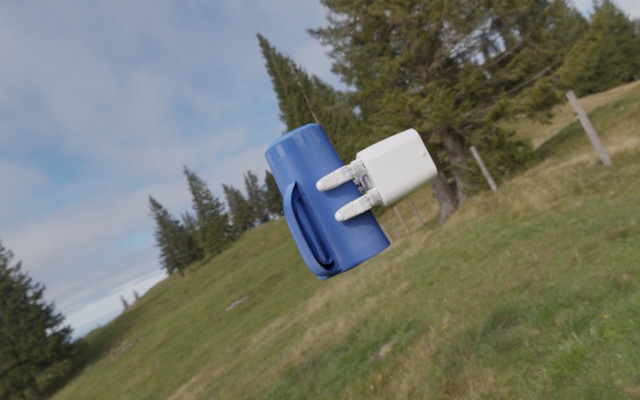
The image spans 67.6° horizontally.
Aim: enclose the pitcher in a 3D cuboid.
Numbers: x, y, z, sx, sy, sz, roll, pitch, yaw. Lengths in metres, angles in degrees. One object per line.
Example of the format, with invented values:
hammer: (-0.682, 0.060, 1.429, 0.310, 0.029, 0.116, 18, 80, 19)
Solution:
pitcher: (0.000, 0.003, 0.789, 0.145, 0.243, 0.149, -27, -2, -9)
